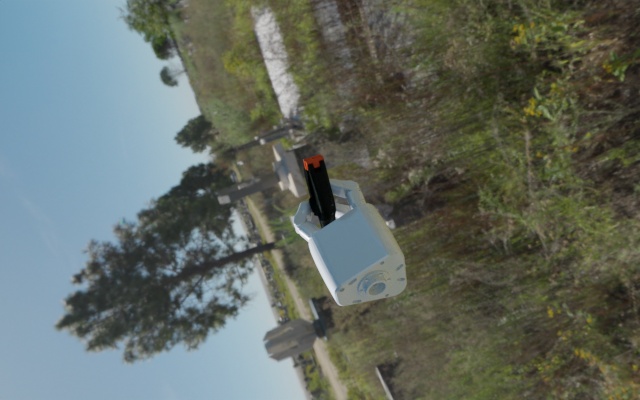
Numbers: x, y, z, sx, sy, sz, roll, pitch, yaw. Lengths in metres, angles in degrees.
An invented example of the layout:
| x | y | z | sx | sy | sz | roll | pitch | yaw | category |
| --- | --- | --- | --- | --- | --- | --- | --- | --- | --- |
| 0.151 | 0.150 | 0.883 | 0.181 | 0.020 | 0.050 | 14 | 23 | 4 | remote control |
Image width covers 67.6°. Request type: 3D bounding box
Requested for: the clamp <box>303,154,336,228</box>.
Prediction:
| x | y | z | sx | sy | sz | roll | pitch | yaw | category |
| --- | --- | --- | --- | --- | --- | --- | --- | --- | --- |
| -0.001 | 0.003 | 0.771 | 0.036 | 0.210 | 0.164 | -19 | 42 | -7 | clamp |
